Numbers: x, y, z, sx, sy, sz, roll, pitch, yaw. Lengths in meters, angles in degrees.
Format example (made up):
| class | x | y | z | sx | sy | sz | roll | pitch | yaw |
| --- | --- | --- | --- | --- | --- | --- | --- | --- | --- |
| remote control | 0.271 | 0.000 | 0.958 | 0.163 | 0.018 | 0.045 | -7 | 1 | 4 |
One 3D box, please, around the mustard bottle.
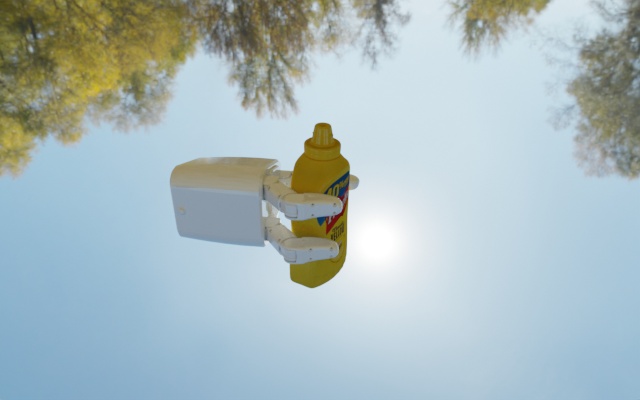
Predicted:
| class | x | y | z | sx | sy | sz | roll | pitch | yaw |
| --- | --- | --- | --- | --- | --- | --- | --- | --- | --- |
| mustard bottle | 0.000 | 0.002 | 0.559 | 0.058 | 0.192 | 0.096 | 17 | 33 | 26 |
